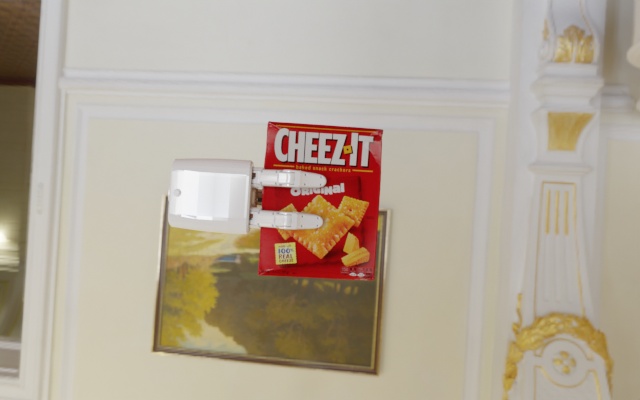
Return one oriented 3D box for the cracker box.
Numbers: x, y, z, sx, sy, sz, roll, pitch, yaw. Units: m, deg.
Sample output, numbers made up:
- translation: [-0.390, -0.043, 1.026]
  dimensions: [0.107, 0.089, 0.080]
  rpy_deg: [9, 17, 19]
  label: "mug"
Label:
- translation: [0.000, 0.002, 0.679]
  dimensions: [0.164, 0.213, 0.072]
  rpy_deg: [4, 0, -2]
  label: "cracker box"
